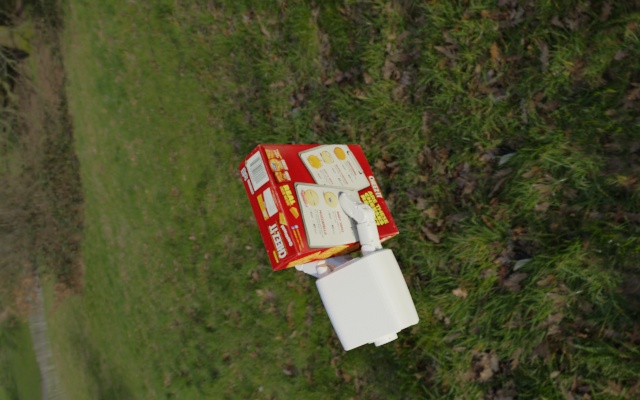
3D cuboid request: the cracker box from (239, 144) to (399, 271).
[{"bbox_3d":[0.000,0.002,0.715,0.213,0.164,0.072,-6,-21,-45],"label":"cracker box"}]
